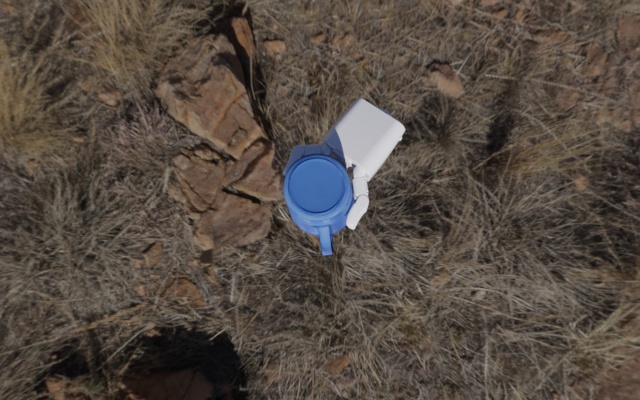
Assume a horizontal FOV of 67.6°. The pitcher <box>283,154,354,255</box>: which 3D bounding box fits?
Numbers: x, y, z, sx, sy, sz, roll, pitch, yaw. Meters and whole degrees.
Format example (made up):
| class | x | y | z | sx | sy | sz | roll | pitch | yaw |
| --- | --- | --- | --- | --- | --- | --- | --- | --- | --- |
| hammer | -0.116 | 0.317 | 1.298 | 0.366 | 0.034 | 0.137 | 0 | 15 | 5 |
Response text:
| class | x | y | z | sx | sy | sz | roll | pitch | yaw |
| --- | --- | --- | --- | --- | --- | --- | --- | --- | --- |
| pitcher | 0.000 | 0.003 | 0.859 | 0.149 | 0.145 | 0.243 | 39 | -4 | 6 |
